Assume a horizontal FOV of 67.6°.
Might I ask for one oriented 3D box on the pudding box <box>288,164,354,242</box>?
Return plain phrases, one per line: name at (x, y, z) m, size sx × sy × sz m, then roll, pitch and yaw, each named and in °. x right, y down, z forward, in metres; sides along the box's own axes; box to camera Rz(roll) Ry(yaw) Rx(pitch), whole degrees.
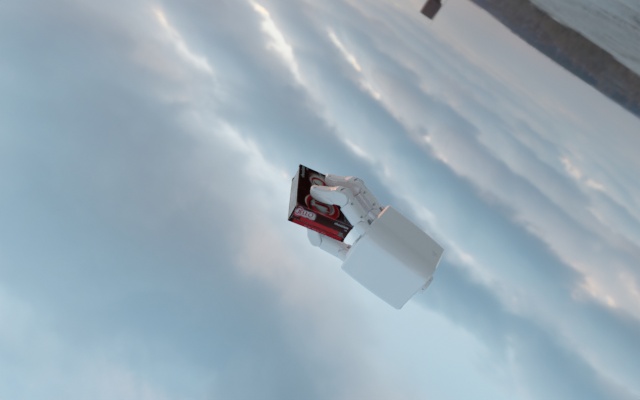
pudding box at (0.000, 0.002, 0.710) m, size 0.090 × 0.039 × 0.113 m, roll 23°, pitch 29°, yaw -15°
